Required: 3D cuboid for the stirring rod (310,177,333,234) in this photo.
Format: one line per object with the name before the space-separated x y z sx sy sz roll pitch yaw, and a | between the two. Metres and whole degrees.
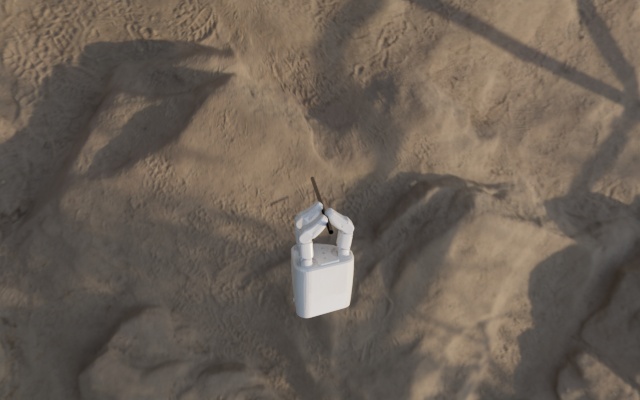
stirring rod | 0.000 0.003 0.883 0.011 0.011 0.239 0 24 -9
